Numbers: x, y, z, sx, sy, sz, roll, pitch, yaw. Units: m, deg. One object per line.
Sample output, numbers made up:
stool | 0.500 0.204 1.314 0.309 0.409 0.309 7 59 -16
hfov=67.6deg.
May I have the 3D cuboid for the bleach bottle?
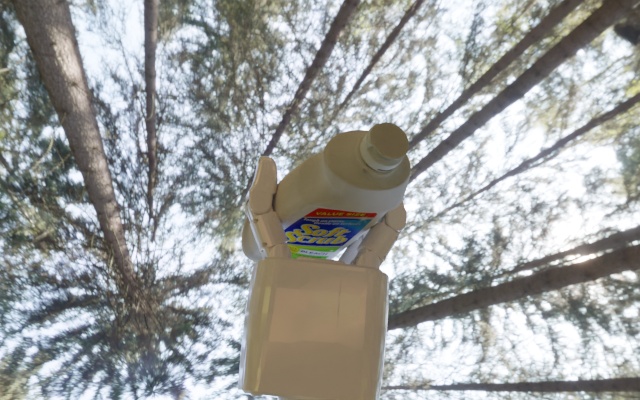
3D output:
bleach bottle | 0.000 0.001 0.430 0.102 0.068 0.251 13 -24 -14
